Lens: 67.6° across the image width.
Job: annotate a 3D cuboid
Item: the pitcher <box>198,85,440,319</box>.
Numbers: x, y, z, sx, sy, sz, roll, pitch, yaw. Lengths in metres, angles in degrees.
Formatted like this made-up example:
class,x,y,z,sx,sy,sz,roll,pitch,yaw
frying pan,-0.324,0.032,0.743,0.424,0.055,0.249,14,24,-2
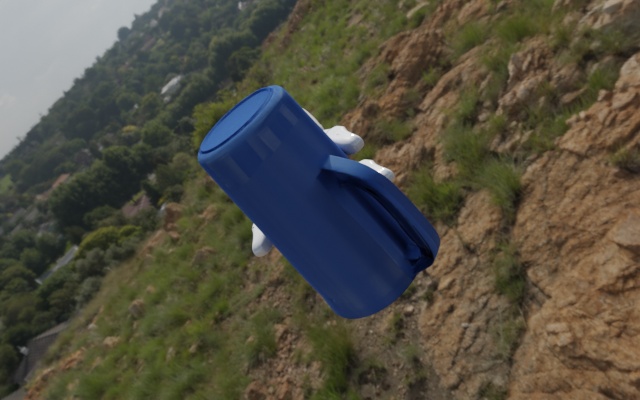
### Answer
class,x,y,z,sx,sy,sz,roll,pitch,yaw
pitcher,0.000,0.002,0.495,0.149,0.243,0.145,-38,26,8
